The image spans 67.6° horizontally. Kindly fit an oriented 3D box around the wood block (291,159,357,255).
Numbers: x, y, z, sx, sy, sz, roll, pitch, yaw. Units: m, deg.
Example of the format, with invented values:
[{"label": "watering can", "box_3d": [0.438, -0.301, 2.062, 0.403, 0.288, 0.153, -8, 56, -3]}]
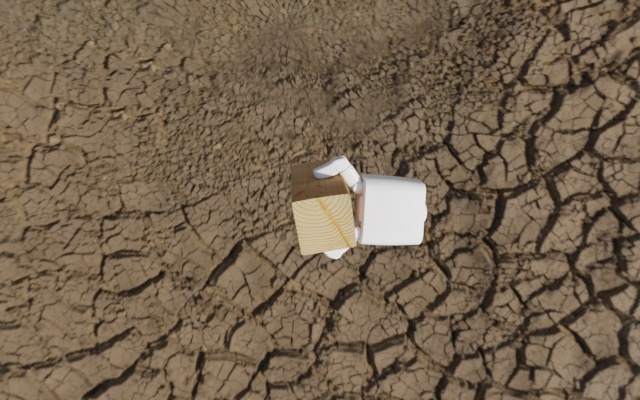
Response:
[{"label": "wood block", "box_3d": [0.000, 0.002, 0.816, 0.090, 0.091, 0.206, -9, 20, -1]}]
